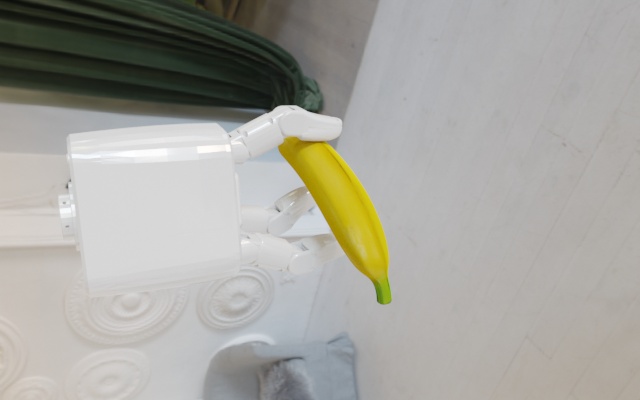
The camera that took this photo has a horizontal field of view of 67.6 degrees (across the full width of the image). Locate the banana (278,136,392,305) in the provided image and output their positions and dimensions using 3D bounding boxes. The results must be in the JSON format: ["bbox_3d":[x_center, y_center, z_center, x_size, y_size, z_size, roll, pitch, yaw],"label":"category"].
[{"bbox_3d":[0.004,-0.009,0.394,0.037,0.197,0.070,-13,-38,-23],"label":"banana"}]
